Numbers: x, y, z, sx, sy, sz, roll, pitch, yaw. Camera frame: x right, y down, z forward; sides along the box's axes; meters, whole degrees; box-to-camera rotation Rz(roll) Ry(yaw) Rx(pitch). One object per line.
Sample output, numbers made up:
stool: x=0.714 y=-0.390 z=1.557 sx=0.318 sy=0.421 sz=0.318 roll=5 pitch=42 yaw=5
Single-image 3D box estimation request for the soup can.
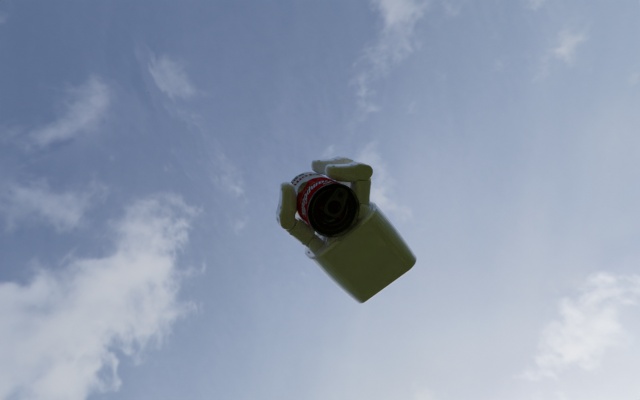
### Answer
soup can: x=0.000 y=0.002 z=0.622 sx=0.068 sy=0.068 sz=0.102 roll=0 pitch=12 yaw=-20
